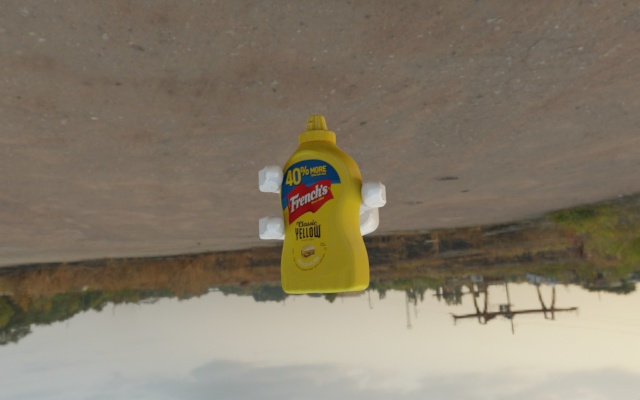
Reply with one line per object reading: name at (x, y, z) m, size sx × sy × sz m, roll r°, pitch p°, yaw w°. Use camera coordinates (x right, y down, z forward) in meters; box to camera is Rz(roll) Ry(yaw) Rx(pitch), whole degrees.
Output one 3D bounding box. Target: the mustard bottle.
mustard bottle at (0.000, 0.002, 0.515) m, size 0.096 × 0.191 × 0.058 m, roll -10°, pitch -12°, yaw 37°
